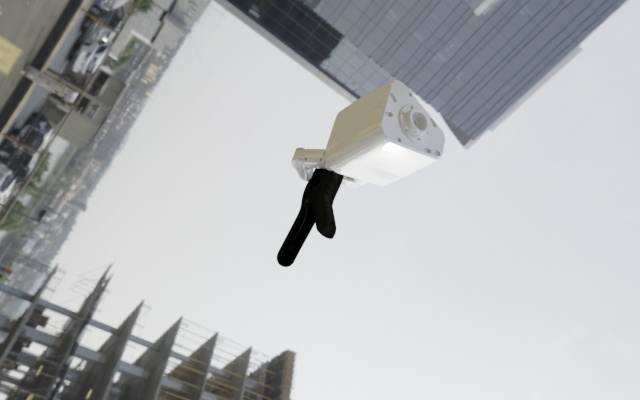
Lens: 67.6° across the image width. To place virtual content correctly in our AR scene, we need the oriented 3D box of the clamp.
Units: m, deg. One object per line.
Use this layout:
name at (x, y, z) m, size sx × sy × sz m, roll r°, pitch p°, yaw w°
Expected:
clamp at (0.001, 0.002, 0.635) m, size 0.039 × 0.171 × 0.120 m, roll 32°, pitch -31°, yaw -25°
